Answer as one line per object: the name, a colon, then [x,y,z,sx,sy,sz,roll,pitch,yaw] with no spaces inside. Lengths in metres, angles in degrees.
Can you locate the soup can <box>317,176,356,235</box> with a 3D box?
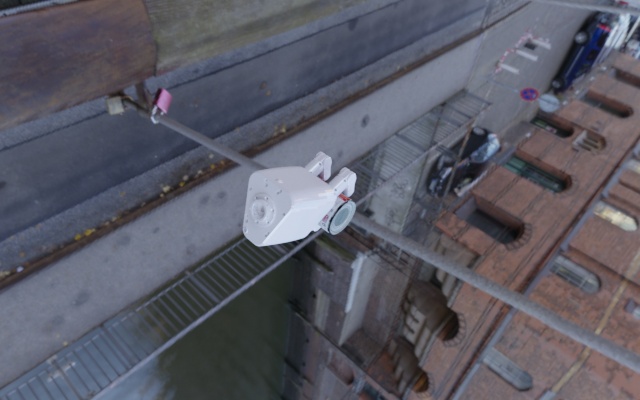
soup can: [0.001,0.003,0.806,0.102,0.068,0.068,35,18,27]
